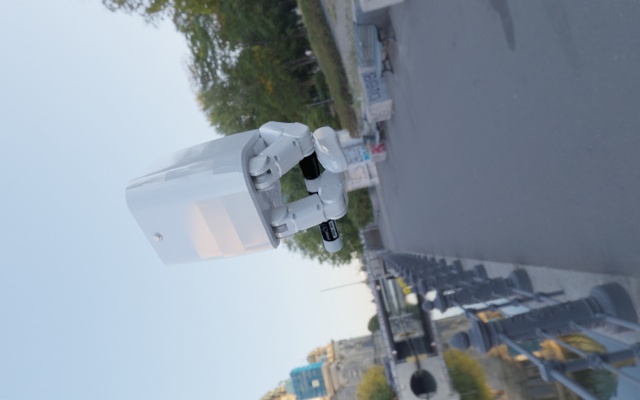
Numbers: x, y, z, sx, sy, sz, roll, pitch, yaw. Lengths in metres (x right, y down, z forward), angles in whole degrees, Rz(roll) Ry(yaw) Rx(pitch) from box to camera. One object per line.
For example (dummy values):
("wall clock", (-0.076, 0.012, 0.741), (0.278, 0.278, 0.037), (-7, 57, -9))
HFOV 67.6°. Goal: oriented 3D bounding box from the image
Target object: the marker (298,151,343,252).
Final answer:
("marker", (0.000, 0.002, 0.468), (0.020, 0.121, 0.020), (-11, 36, 8))
